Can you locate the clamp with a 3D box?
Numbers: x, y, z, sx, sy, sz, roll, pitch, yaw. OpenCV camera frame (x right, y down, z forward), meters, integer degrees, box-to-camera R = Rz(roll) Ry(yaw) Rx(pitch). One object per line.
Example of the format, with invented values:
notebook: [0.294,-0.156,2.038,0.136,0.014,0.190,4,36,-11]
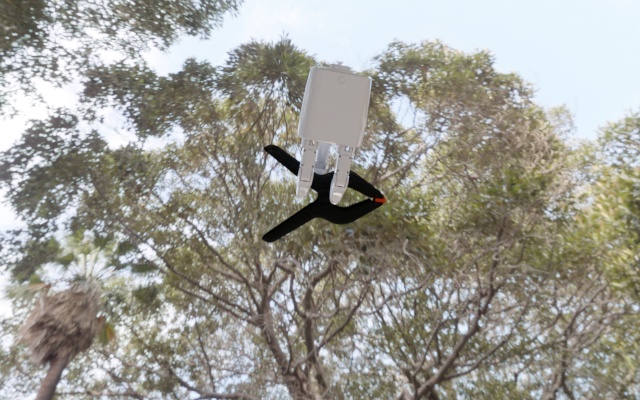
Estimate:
clamp: [0.001,0.002,0.792,0.210,0.164,0.036,8,16,-7]
